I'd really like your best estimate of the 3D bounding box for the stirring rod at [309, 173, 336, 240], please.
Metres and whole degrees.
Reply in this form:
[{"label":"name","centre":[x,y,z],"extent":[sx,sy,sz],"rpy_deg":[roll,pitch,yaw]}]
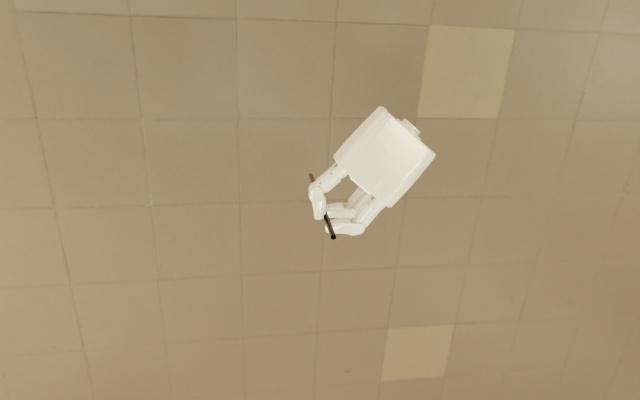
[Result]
[{"label":"stirring rod","centre":[0.000,0.002,0.795],"extent":[0.011,0.011,0.239],"rpy_deg":[0,25,-10]}]
